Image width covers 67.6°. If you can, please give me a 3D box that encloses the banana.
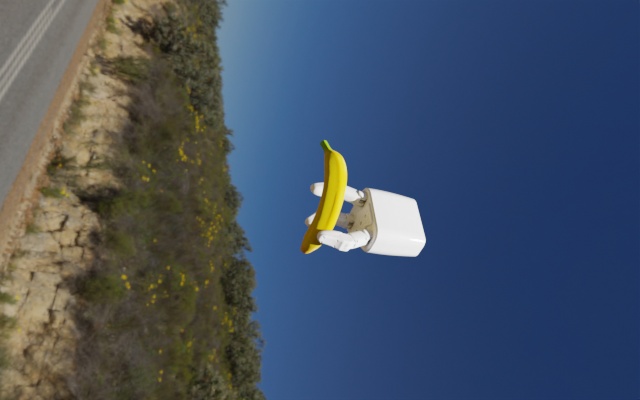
[{"bbox_3d":[0.009,0.004,0.789,0.037,0.198,0.069,7,12,-27],"label":"banana"}]
